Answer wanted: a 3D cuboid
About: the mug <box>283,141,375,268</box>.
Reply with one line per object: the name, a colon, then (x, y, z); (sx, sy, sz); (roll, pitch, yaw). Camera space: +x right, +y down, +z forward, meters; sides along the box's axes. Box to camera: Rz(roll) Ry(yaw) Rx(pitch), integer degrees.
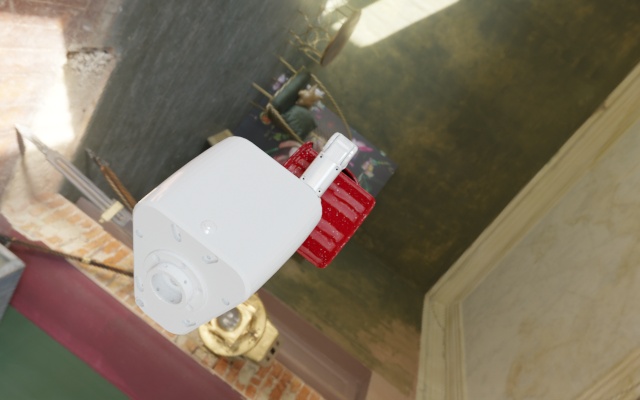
mug: (0.001, 0.001, 0.445); (0.081, 0.093, 0.117); (38, 40, 3)
